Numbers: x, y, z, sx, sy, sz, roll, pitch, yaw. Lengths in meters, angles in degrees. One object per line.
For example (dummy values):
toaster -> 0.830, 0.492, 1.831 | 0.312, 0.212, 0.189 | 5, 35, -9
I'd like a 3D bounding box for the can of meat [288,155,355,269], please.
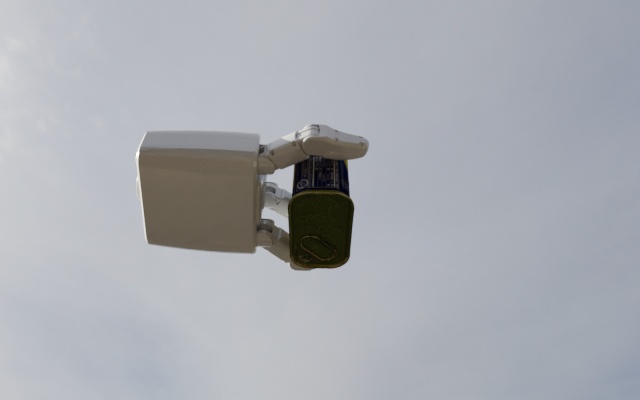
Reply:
can of meat -> 0.000, 0.001, 0.459 | 0.057, 0.102, 0.083 | 1, 44, 0
